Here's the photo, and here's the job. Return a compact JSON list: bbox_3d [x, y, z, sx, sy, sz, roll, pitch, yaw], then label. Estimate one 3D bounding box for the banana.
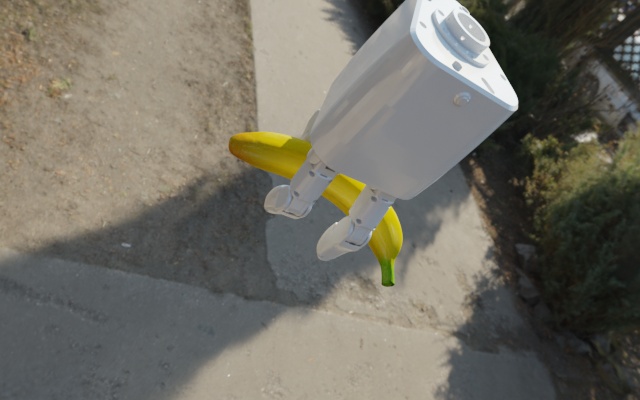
[{"bbox_3d":[0.010,-0.008,0.435,0.037,0.198,0.069,-40,14,46],"label":"banana"}]
